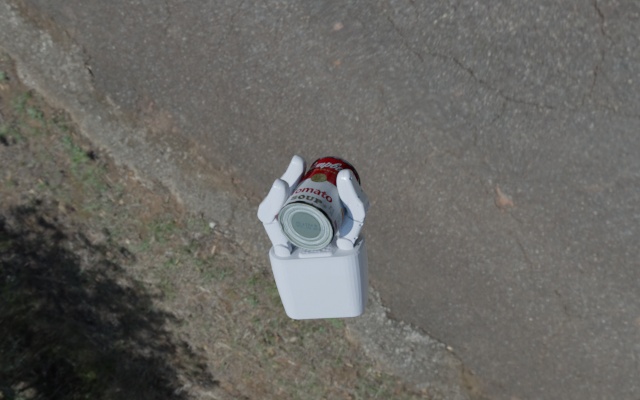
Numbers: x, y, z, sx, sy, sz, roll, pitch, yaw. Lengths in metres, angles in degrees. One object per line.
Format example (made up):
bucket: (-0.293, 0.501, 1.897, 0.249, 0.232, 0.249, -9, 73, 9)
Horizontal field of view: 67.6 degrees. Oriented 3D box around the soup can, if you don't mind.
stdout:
soup can: (0.000, 0.002, 0.557, 0.068, 0.068, 0.102, 0, 34, 25)
